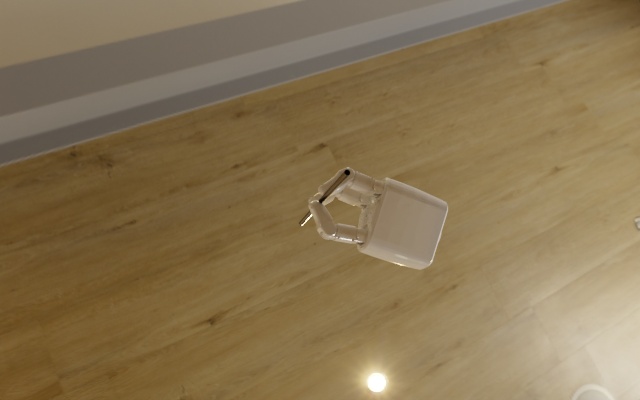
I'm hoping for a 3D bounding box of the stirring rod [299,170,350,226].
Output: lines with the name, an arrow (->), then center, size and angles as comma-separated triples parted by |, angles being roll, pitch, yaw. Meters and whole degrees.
stirring rod -> 0.000, 0.002, 0.704 | 0.011, 0.011, 0.240 | 0, -18, -17
